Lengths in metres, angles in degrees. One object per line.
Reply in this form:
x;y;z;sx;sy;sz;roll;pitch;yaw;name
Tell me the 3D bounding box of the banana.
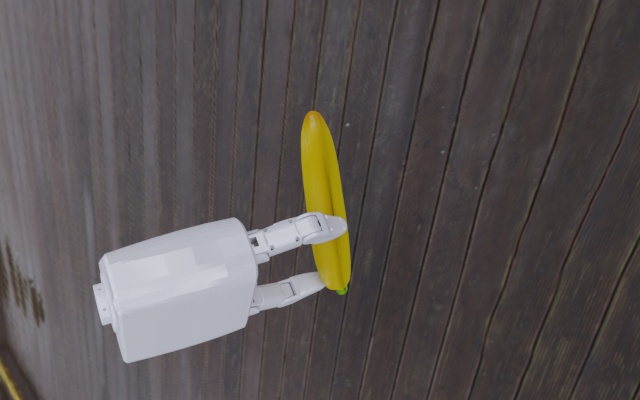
0.003;0.006;0.478;0.037;0.198;0.069;-8;3;-7;banana
